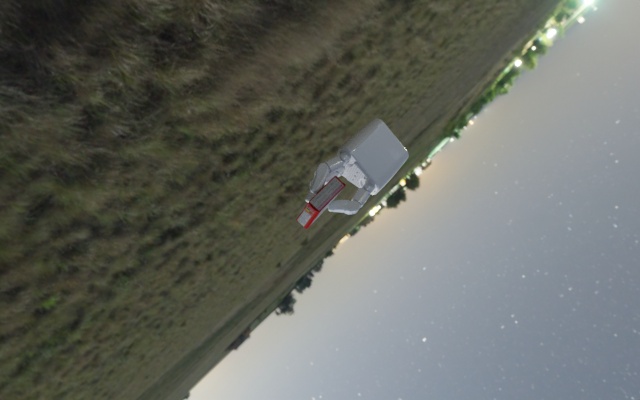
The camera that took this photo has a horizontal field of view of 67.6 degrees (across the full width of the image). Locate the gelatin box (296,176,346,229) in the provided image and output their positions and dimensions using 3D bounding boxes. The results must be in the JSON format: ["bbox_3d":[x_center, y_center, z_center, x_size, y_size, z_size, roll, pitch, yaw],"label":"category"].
[{"bbox_3d":[0.000,0.003,0.889,0.089,0.030,0.073,-46,-4,-35],"label":"gelatin box"}]
